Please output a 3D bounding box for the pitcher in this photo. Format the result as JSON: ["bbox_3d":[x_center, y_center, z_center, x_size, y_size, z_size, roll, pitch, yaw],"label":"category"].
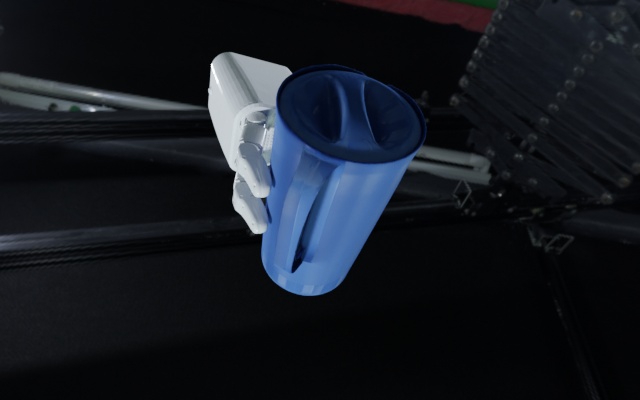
[{"bbox_3d":[0.000,0.001,0.489,0.149,0.145,0.243,-10,-37,-23],"label":"pitcher"}]
